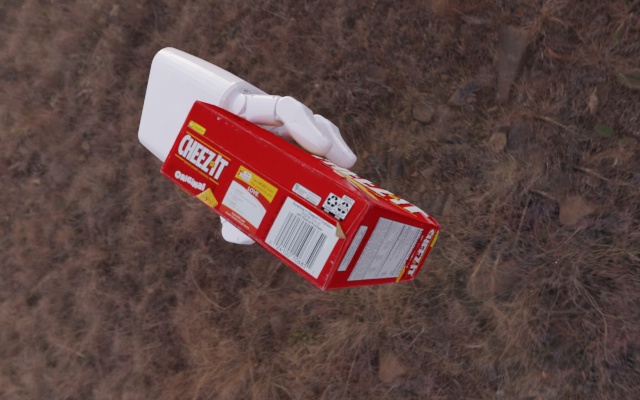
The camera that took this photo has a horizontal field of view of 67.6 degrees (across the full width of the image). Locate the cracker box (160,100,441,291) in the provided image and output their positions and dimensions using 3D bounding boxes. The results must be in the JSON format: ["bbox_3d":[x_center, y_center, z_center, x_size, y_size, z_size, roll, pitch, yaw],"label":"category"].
[{"bbox_3d":[0.000,0.001,0.414,0.164,0.072,0.214,32,8,26],"label":"cracker box"}]
